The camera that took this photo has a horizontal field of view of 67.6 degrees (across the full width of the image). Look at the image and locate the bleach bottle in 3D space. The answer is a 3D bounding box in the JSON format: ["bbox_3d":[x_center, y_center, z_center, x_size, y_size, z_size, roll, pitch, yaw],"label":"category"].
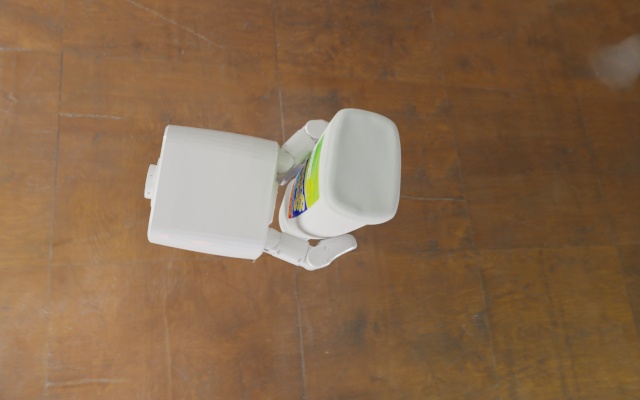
[{"bbox_3d":[0.000,0.002,0.505,0.068,0.102,0.251,11,-19,-15],"label":"bleach bottle"}]
